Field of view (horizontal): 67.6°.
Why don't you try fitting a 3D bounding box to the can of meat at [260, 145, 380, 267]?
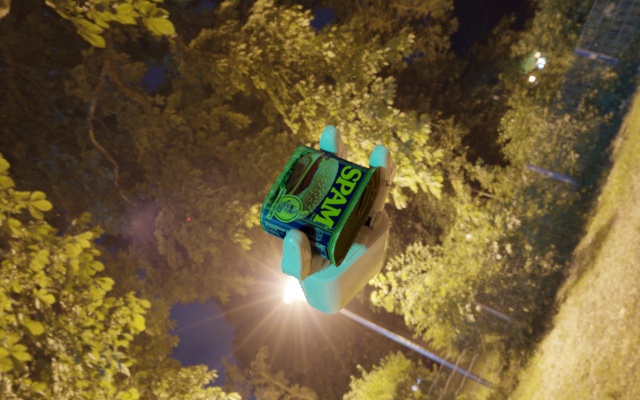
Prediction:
[{"bbox_3d":[0.000,0.001,0.470,0.084,0.102,0.057,22,-26,19],"label":"can of meat"}]
